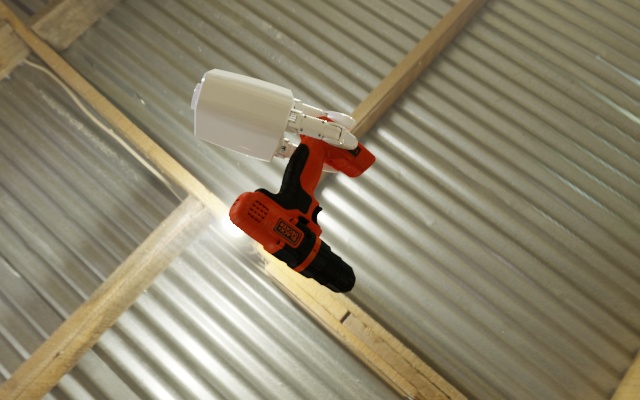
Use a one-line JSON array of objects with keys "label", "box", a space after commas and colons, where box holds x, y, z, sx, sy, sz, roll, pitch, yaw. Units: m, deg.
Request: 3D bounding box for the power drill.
[{"label": "power drill", "box": [0.000, 0.001, 0.607, 0.184, 0.187, 0.057, 38, -28, -20]}]
